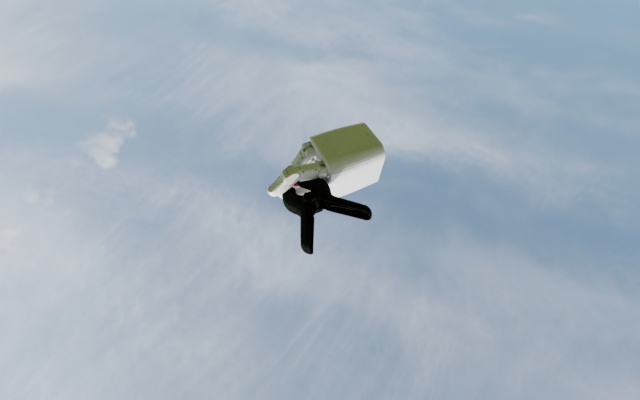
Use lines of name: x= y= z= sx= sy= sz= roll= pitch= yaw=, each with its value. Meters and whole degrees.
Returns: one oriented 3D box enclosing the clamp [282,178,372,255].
clamp: x=0.000 y=0.003 z=0.759 sx=0.120 sy=0.039 sz=0.171 roll=-19 pitch=48 yaw=-13
